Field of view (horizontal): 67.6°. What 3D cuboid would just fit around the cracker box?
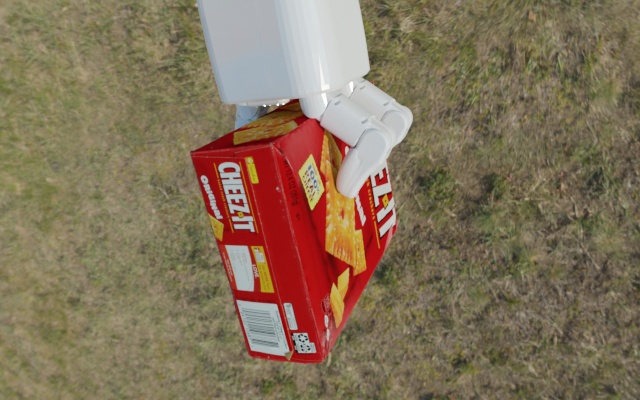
[{"bbox_3d":[0.000,0.001,0.402,0.072,0.164,0.213,-2,22,25],"label":"cracker box"}]
